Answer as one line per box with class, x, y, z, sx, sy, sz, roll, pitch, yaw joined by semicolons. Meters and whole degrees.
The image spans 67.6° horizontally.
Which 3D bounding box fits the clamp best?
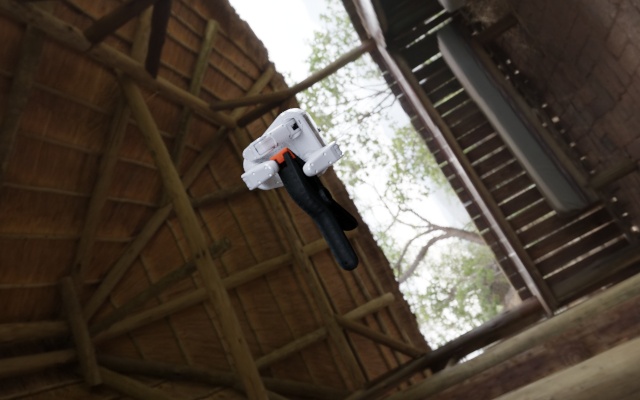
clamp;-0.001;0.002;0.628;0.039;0.171;0.120;-31;10;11
